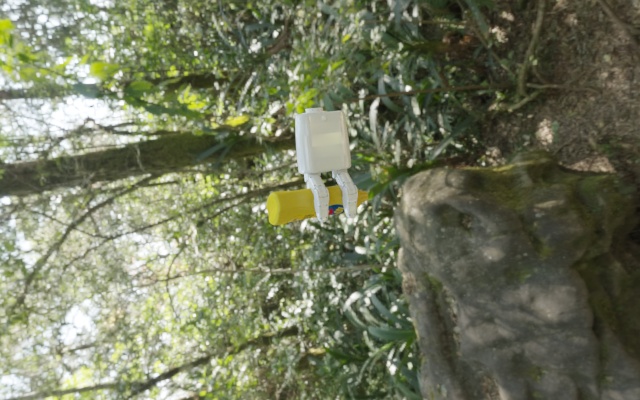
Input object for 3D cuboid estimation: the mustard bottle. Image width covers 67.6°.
[{"bbox_3d":[0.000,0.003,0.897,0.191,0.058,0.096,-8,-15,-19],"label":"mustard bottle"}]
